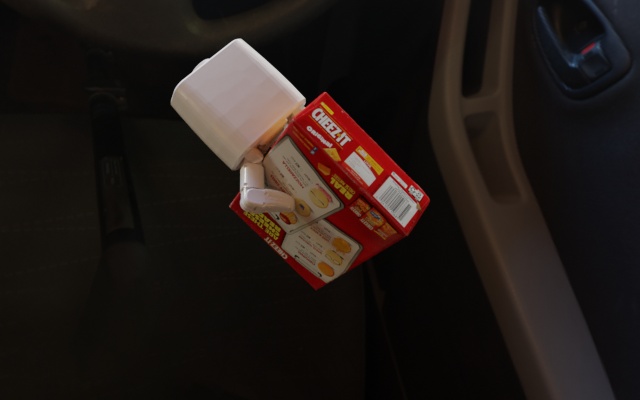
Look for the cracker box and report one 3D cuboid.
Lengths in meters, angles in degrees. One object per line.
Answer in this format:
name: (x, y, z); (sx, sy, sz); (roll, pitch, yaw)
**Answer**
cracker box: (0.000, 0.002, 0.568); (0.072, 0.164, 0.214); (-47, 2, -36)
